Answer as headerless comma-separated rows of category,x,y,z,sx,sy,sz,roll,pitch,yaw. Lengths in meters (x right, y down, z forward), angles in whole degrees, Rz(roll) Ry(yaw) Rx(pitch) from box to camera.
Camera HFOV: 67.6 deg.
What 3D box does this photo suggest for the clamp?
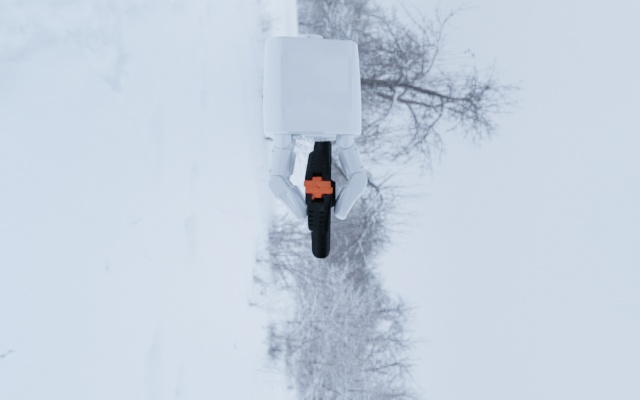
clamp,0.001,0.002,0.570,0.036,0.164,0.210,0,4,1
